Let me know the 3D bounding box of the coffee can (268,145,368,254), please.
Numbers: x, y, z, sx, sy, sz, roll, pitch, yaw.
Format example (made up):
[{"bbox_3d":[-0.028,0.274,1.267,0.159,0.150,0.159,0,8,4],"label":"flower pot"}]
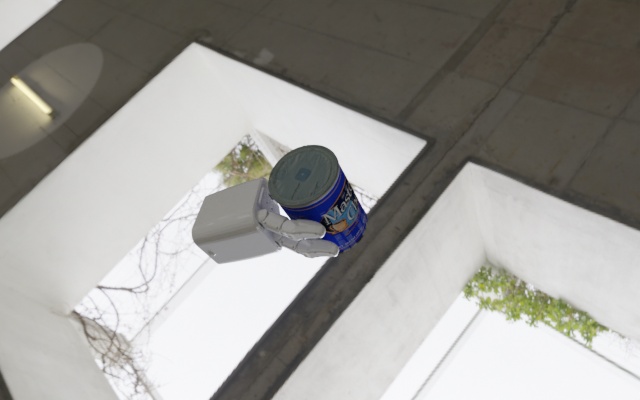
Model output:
[{"bbox_3d":[0.000,0.002,0.693,0.103,0.102,0.140,0,-33,25],"label":"coffee can"}]
